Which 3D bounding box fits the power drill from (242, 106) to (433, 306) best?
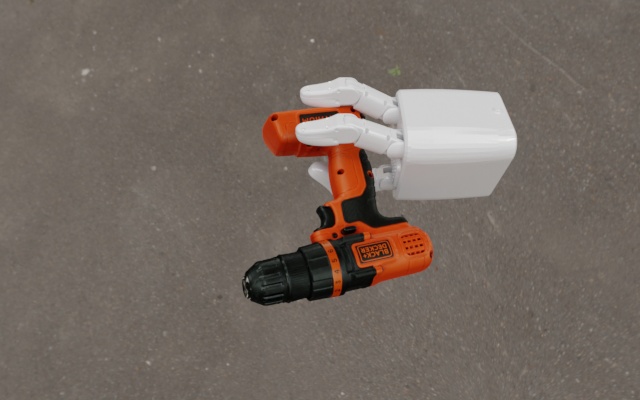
[{"bbox_3d":[0.000,0.001,0.468,0.184,0.187,0.057,-9,-22,-20],"label":"power drill"}]
